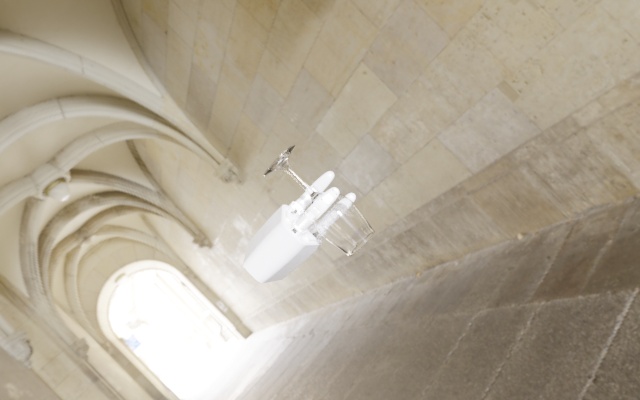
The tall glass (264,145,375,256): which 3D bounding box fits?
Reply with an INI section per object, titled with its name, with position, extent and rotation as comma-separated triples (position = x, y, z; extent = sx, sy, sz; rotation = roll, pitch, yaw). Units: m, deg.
[tall glass]
position = 0.000, 0.002, 0.808
extent = 0.079, 0.201, 0.079
rotation = -45, -1, -1
